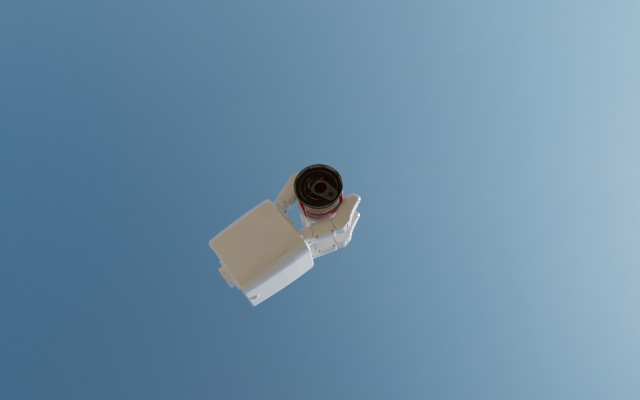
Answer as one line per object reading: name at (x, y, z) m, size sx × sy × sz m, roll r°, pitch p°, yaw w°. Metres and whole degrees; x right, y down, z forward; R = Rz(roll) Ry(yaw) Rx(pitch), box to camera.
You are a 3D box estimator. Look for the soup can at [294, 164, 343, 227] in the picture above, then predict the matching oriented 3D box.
soup can at (0.000, 0.002, 0.695) m, size 0.068 × 0.068 × 0.102 m, roll 0°, pitch -27°, yaw 4°
